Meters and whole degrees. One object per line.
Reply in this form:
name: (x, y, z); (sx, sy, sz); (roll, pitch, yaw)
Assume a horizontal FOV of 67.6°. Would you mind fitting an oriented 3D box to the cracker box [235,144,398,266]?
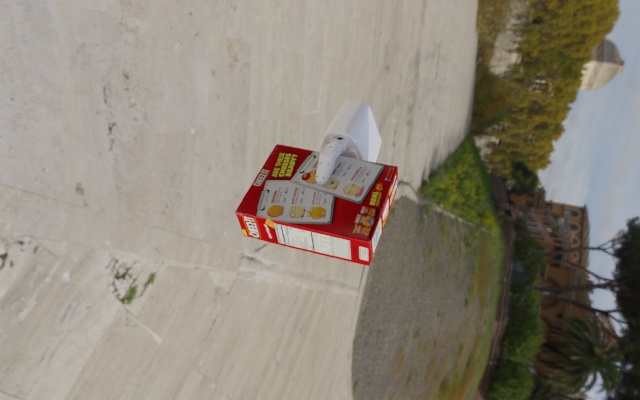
cracker box: (0.000, 0.002, 0.759); (0.213, 0.164, 0.072); (11, -41, 17)
